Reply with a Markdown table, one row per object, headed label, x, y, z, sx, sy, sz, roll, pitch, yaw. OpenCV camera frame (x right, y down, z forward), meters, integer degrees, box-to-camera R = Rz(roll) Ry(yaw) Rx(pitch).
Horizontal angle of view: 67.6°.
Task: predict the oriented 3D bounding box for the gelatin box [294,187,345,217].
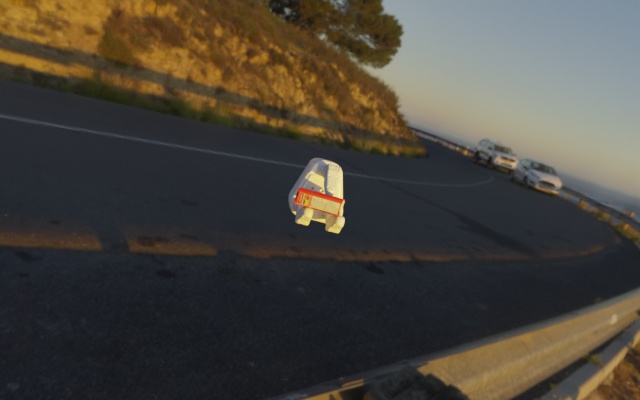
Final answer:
| label | x | y | z | sx | sy | sz | roll | pitch | yaw |
| --- | --- | --- | --- | --- | --- | --- | --- | --- | --- |
| gelatin box | 0.000 | 0.002 | 0.772 | 0.073 | 0.030 | 0.089 | 16 | 1 | 4 |
